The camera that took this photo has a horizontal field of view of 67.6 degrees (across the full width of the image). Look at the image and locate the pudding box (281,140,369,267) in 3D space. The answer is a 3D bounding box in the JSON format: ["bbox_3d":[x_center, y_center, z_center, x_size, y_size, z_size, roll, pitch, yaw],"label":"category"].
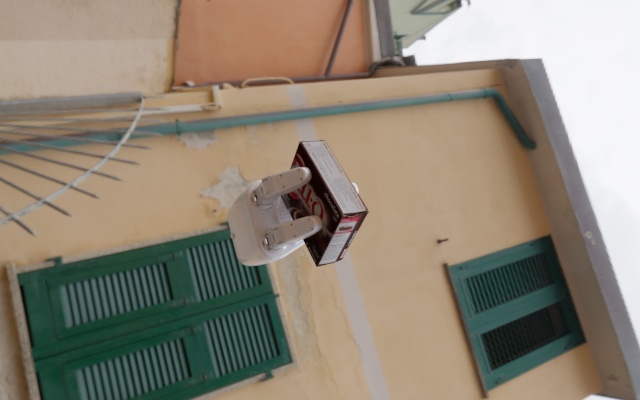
[{"bbox_3d":[0.000,0.002,0.534,0.039,0.113,0.090,-11,-37,-30],"label":"pudding box"}]
